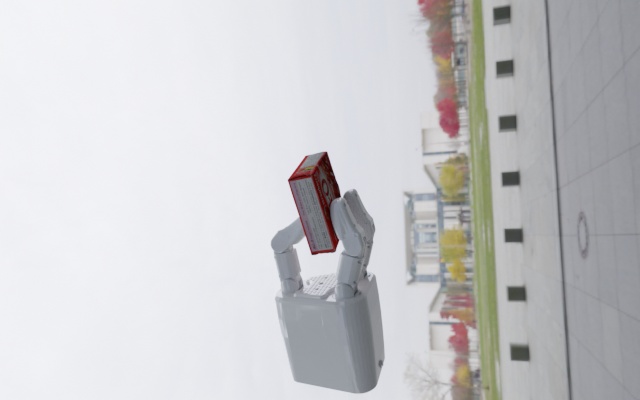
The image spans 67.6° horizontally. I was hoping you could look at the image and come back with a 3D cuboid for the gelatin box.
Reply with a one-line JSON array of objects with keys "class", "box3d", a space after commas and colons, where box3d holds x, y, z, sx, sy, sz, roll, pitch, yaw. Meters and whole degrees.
[{"class": "gelatin box", "box3d": [0.000, 0.001, 0.505, 0.030, 0.089, 0.073, -11, 21, 18]}]
